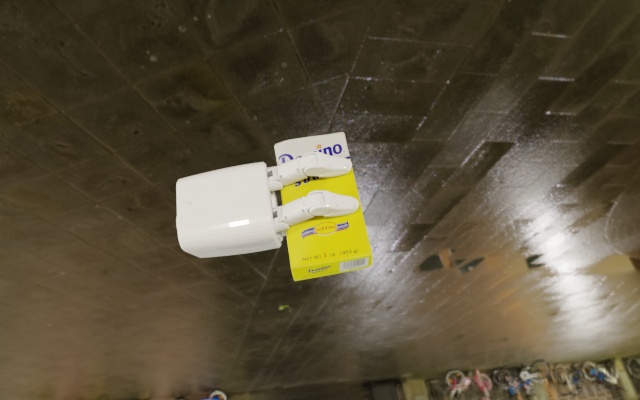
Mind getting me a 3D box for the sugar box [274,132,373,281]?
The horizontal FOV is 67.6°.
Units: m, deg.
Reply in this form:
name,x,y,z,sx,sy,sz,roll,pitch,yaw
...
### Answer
name,x,y,z,sx,sy,sz,roll,pitch,yaw
sugar box,0.000,0.002,0.576,0.093,0.176,0.048,-10,-28,-3
